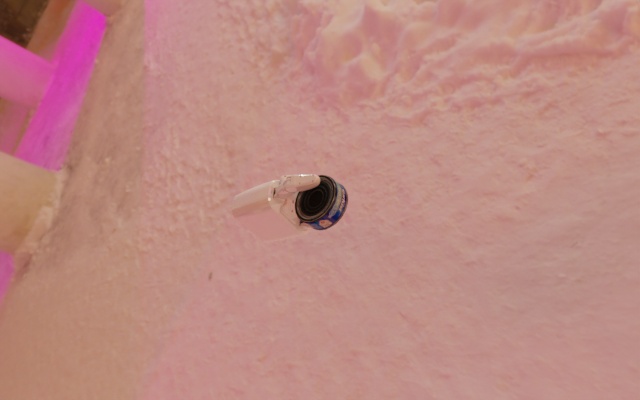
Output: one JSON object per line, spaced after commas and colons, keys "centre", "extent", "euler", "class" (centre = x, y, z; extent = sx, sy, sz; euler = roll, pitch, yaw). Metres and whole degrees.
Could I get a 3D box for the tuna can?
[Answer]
{"centre": [0.000, 0.002, 0.768], "extent": [0.086, 0.086, 0.034], "euler": [0, -24, 41], "class": "tuna can"}
